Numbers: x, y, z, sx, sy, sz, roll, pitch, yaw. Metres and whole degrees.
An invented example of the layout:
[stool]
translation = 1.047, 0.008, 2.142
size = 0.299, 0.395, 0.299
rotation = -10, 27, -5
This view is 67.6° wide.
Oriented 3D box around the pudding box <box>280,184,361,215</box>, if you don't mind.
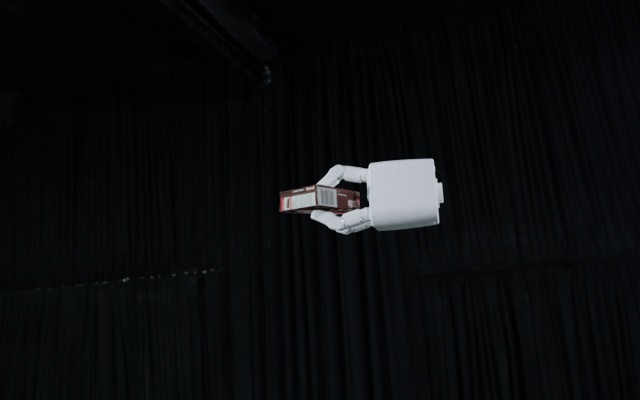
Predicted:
[pudding box]
translation = 0.000, 0.003, 0.820
size = 0.090, 0.039, 0.113
rotation = -11, -15, 41
